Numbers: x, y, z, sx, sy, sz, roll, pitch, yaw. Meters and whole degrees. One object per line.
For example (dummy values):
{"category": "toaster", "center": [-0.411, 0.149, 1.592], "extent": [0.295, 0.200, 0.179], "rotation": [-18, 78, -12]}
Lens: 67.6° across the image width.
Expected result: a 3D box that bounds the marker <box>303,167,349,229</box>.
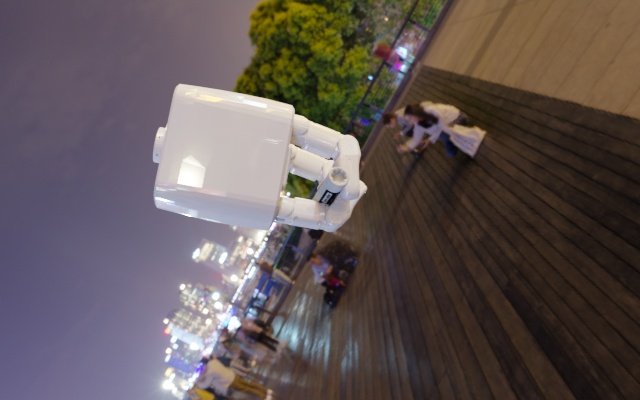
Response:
{"category": "marker", "center": [0.000, 0.002, 0.460], "extent": [0.020, 0.020, 0.121], "rotation": [0, -21, -16]}
